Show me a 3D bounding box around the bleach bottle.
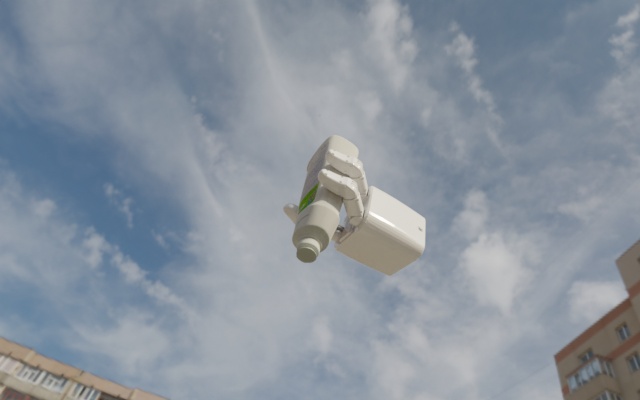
[{"bbox_3d":[0.000,0.002,0.733,0.068,0.103,0.250,30,38,-10],"label":"bleach bottle"}]
